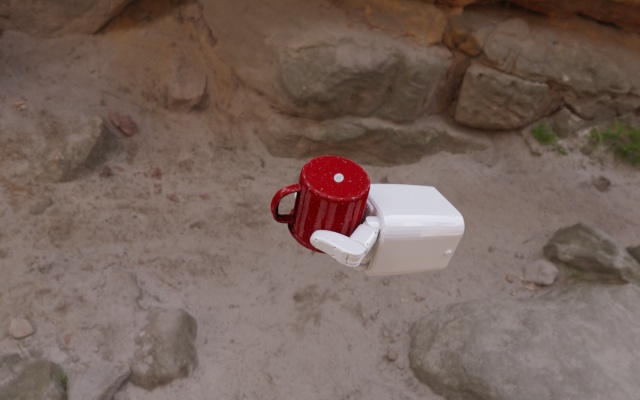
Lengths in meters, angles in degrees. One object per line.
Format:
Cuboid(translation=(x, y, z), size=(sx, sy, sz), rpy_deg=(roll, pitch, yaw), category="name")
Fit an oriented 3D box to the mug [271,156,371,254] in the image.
Cuboid(translation=(-0.001, 0.002, 0.557), size=(0.117, 0.082, 0.093), rpy_deg=(-1, 43, -15), category="mug")
